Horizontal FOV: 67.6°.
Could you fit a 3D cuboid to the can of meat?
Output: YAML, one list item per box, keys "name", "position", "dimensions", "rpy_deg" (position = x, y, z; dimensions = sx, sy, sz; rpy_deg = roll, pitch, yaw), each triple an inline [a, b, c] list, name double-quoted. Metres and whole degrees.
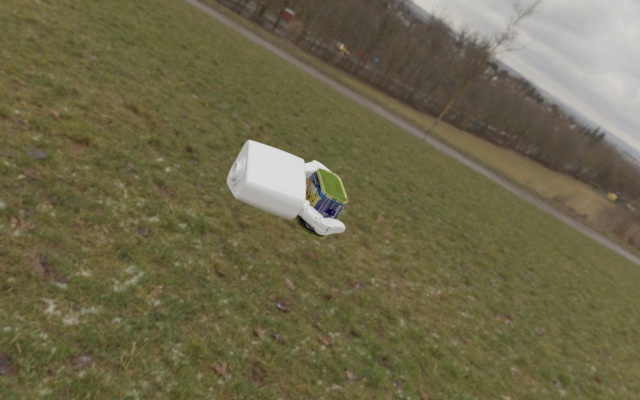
- name: "can of meat"
  position: [0.000, 0.003, 0.843]
  dimensions: [0.057, 0.084, 0.102]
  rpy_deg: [22, 27, -23]
